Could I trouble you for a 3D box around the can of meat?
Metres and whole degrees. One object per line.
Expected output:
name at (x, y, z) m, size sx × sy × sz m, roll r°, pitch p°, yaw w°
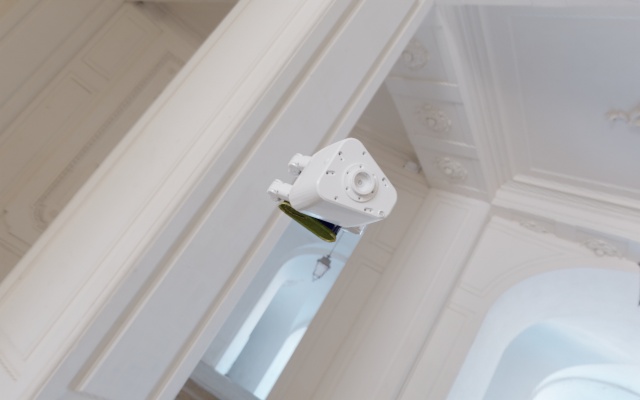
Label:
can of meat at (0.000, 0.002, 0.745) m, size 0.102 × 0.084 × 0.057 m, roll 36°, pitch -17°, yaw -10°
